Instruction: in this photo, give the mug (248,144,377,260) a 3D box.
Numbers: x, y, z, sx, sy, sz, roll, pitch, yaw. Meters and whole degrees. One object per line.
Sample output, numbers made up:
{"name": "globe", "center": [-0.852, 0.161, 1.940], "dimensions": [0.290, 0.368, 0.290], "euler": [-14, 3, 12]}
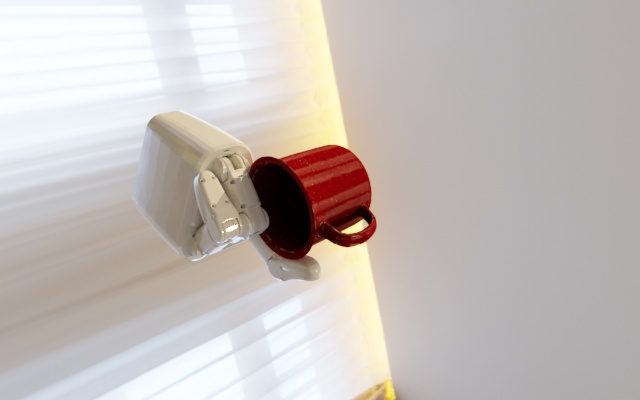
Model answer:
{"name": "mug", "center": [0.001, 0.002, 0.426], "dimensions": [0.081, 0.093, 0.117], "euler": [-22, 43, -39]}
